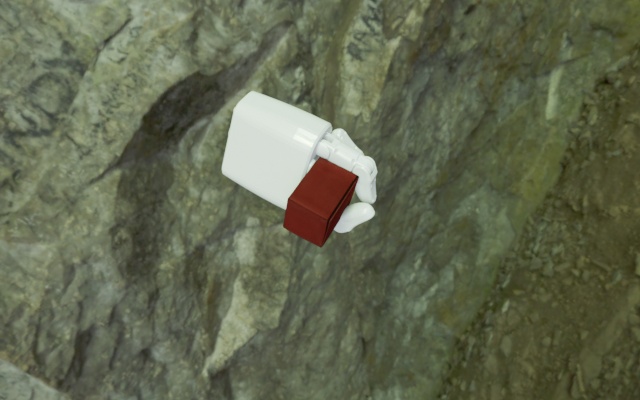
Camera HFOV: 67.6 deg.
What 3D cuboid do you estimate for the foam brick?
[{"bbox_3d":[0.000,0.002,0.530,0.051,0.078,0.053,27,-40,10],"label":"foam brick"}]
